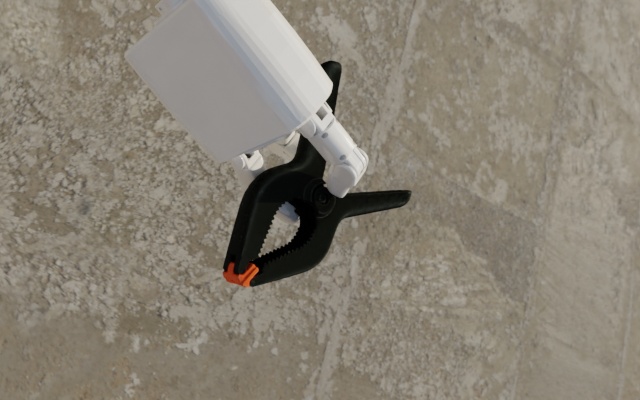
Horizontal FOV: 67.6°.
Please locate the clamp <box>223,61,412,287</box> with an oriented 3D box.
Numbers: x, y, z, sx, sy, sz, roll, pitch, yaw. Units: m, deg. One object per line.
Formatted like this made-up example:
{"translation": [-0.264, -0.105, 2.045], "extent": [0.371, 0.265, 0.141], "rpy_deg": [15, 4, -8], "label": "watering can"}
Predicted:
{"translation": [0.000, 0.002, 0.425], "extent": [0.036, 0.210, 0.165], "rpy_deg": [-1, -43, 52], "label": "clamp"}
